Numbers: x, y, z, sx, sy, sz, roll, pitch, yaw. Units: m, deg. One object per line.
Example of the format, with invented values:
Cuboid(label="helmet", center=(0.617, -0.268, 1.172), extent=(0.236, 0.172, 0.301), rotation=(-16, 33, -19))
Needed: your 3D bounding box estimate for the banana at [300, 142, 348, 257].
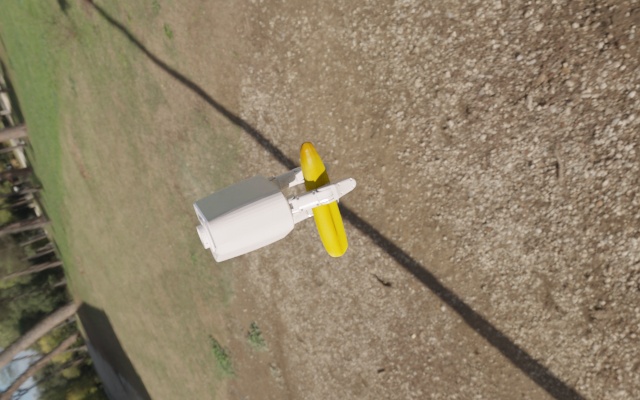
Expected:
Cuboid(label="banana", center=(0.006, 0.014, 0.684), extent=(0.037, 0.198, 0.069), rotation=(-20, 33, -5))
